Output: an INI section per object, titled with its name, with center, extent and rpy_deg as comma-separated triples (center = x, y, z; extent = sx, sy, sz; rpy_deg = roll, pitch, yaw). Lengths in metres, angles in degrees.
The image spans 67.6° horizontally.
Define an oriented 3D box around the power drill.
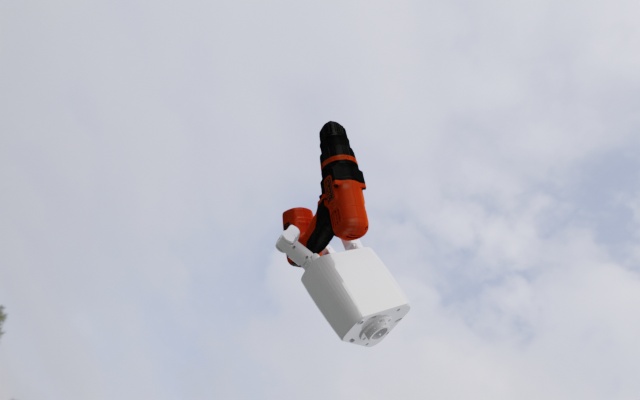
[power drill]
center = 0.000, 0.003, 0.700
extent = 0.057, 0.184, 0.188
rpy_deg = 6, -34, -23
